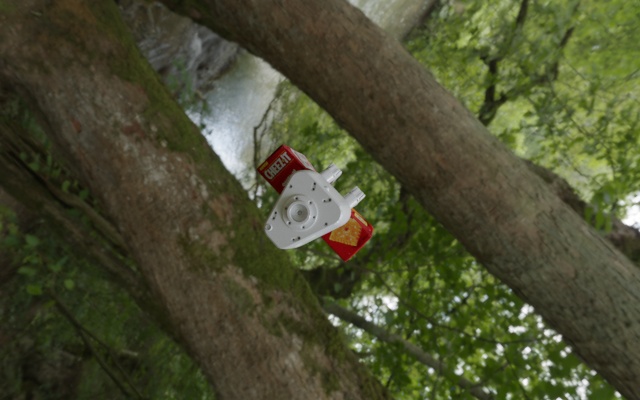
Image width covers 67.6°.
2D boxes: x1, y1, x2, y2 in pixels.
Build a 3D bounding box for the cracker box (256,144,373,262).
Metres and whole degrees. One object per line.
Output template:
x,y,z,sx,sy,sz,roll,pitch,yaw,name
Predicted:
0.000,0.003,0.855,0.072,0.213,0.164,-44,-6,5,cracker box
